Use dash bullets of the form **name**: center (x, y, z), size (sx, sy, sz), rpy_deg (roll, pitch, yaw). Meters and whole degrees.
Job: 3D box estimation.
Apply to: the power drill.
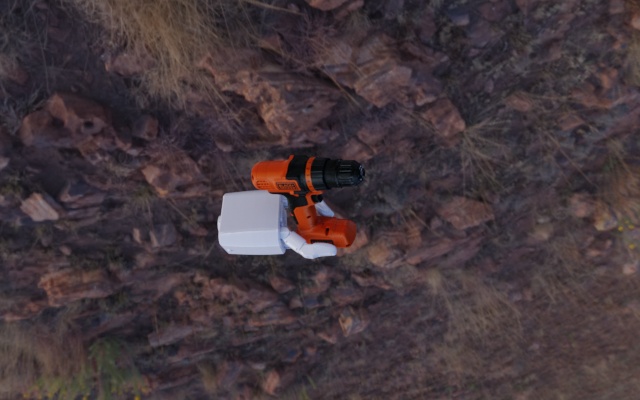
- **power drill**: center (0.000, 0.003, 0.778), size (0.184, 0.057, 0.188), rpy_deg (2, -41, 25)
